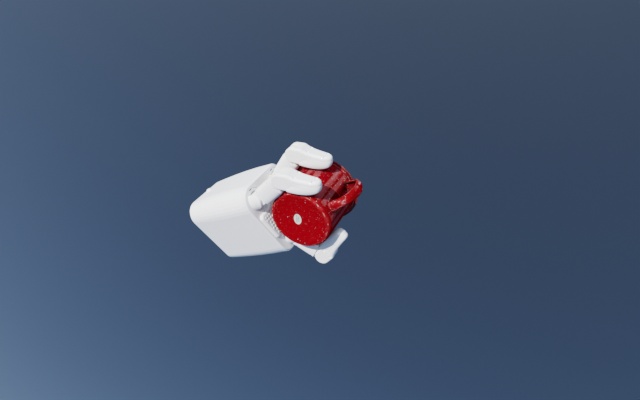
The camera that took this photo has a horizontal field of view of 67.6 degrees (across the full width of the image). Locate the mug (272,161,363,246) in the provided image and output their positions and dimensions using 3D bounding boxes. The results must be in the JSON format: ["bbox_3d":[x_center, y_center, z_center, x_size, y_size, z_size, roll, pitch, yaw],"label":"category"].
[{"bbox_3d":[0.001,0.002,0.604,0.117,0.093,0.081,-13,24,34],"label":"mug"}]
